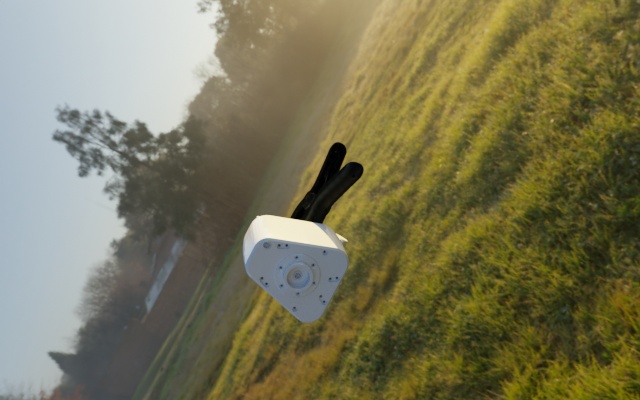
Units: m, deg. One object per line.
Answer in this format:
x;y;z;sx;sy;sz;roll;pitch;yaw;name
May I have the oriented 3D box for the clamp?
-0.001;0.002;0.647;0.039;0.171;0.120;27;5;-12;clamp
